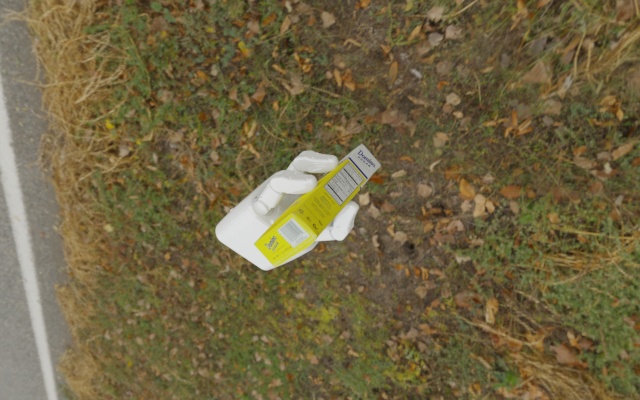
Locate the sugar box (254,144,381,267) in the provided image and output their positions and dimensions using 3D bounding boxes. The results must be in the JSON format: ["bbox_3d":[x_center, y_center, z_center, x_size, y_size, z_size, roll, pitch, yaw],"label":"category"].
[{"bbox_3d":[0.000,0.002,0.600,0.093,0.048,0.176,-37,9,44],"label":"sugar box"}]
